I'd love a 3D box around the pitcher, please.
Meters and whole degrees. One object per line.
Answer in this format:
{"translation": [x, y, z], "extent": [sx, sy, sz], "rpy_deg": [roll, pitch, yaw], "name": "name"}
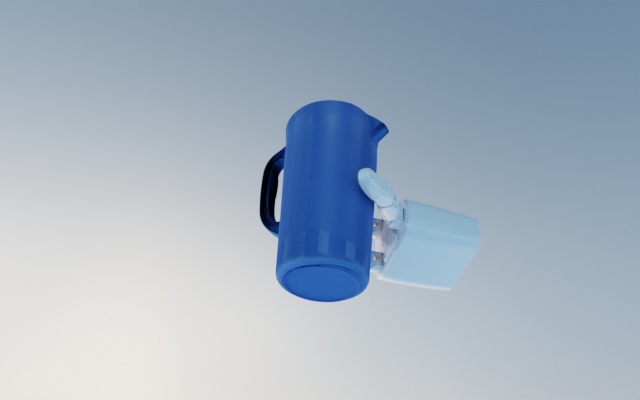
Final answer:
{"translation": [0.000, 0.002, 0.614], "extent": [0.145, 0.242, 0.149], "rpy_deg": [15, -38, -12], "name": "pitcher"}
